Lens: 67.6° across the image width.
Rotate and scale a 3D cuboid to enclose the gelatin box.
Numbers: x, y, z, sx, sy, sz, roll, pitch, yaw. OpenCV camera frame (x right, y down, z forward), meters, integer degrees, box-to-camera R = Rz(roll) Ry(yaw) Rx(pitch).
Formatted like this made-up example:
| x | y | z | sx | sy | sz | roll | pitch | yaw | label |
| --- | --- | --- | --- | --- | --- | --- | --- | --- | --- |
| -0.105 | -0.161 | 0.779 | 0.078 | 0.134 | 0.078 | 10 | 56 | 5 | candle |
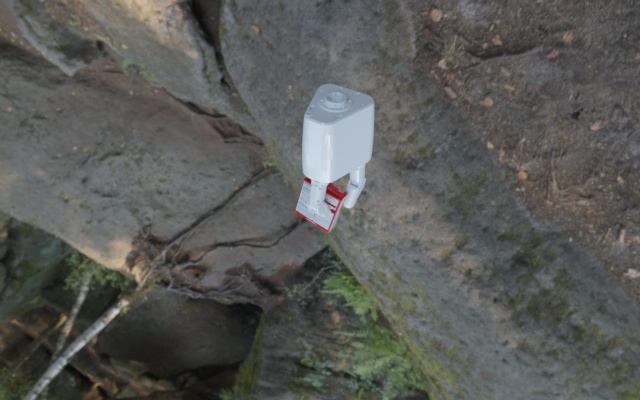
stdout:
| x | y | z | sx | sy | sz | roll | pitch | yaw | label |
| --- | --- | --- | --- | --- | --- | --- | --- | --- | --- |
| 0.000 | 0.003 | 0.819 | 0.073 | 0.089 | 0.030 | 31 | 47 | 12 | gelatin box |
